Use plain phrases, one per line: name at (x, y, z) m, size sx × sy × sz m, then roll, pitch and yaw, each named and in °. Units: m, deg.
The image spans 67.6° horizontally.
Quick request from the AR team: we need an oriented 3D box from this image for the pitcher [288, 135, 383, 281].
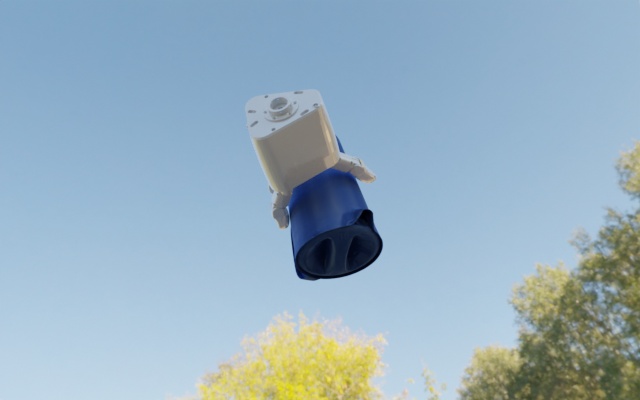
pitcher at (0.000, 0.002, 0.783) m, size 0.149 × 0.242 × 0.145 m, roll -18°, pitch -40°, yaw 4°
